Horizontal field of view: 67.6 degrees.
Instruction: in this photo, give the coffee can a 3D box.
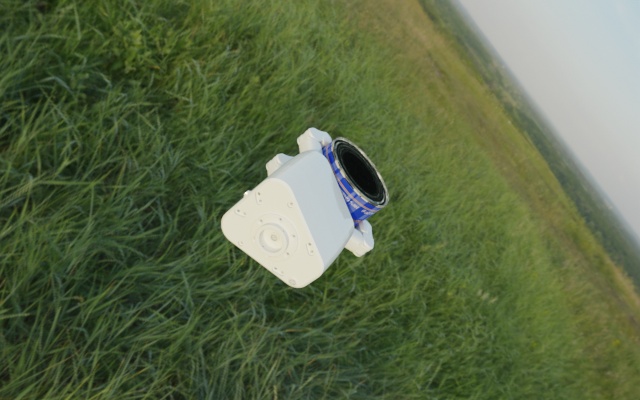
[{"bbox_3d":[0.000,0.002,0.606,0.140,0.102,0.103,-37,-18,26],"label":"coffee can"}]
